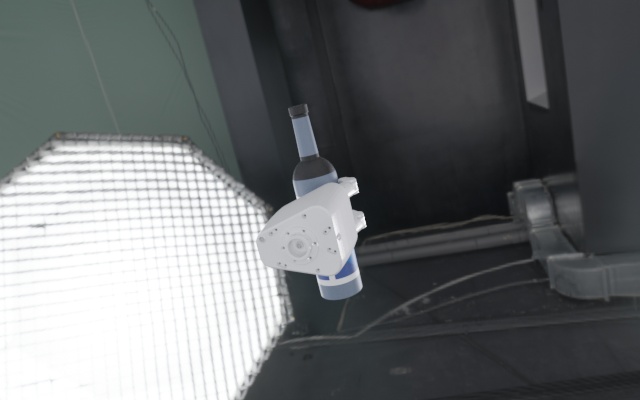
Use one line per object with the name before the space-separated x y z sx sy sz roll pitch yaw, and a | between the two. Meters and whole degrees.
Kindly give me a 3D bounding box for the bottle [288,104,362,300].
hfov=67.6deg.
bottle | 0.000 0.003 0.722 0.069 0.296 0.069 -13 13 3
